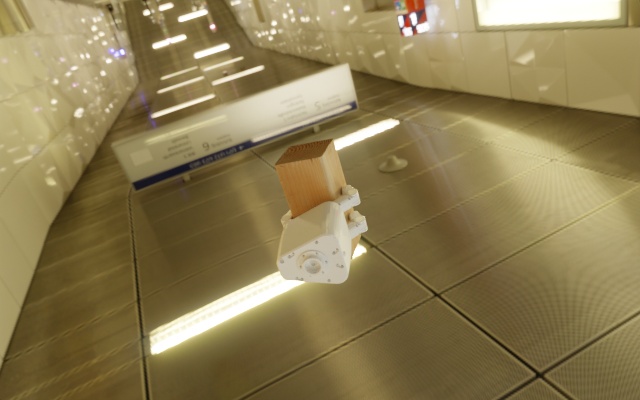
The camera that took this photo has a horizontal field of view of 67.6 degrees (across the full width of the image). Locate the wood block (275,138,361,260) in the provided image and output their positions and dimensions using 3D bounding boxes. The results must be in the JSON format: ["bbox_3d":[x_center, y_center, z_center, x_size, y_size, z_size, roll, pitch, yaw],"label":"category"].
[{"bbox_3d":[0.000,0.003,0.878,0.091,0.206,0.090,-8,25,20],"label":"wood block"}]
